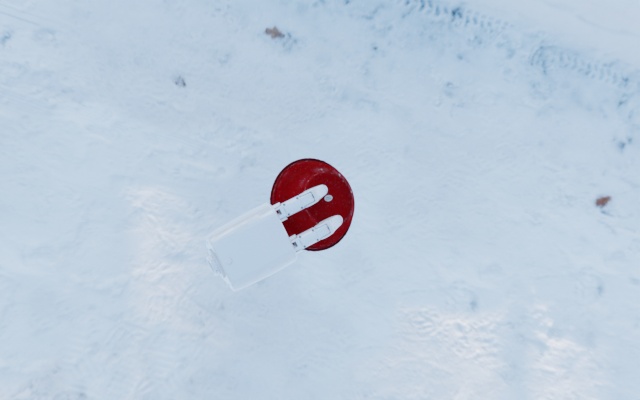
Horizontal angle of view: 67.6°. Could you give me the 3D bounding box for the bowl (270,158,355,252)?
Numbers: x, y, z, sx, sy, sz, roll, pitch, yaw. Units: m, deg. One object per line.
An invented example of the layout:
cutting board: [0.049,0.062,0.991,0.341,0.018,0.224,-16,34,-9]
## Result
bowl: [0.001,0.002,0.796,0.162,0.162,0.055,0,-9,-29]
